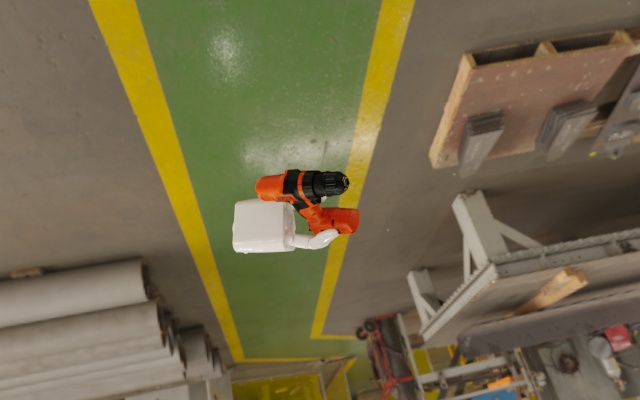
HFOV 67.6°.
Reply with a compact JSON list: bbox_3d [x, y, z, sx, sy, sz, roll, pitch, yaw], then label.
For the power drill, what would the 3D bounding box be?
[{"bbox_3d":[0.000,0.003,0.879,0.184,0.057,0.188,-1,-28,33],"label":"power drill"}]
